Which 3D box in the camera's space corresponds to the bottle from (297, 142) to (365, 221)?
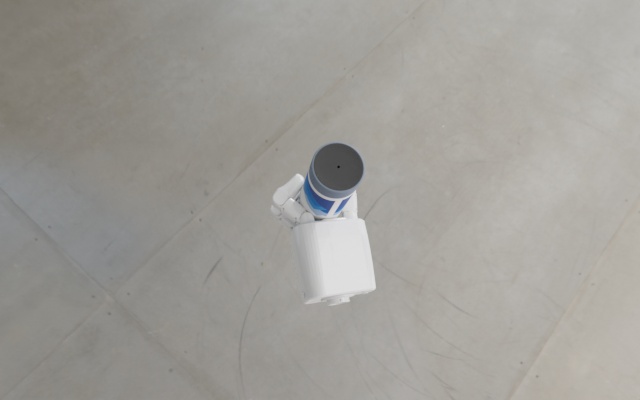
[{"bbox_3d":[0.000,0.002,0.716,0.069,0.069,0.296,0,-17,-9],"label":"bottle"}]
